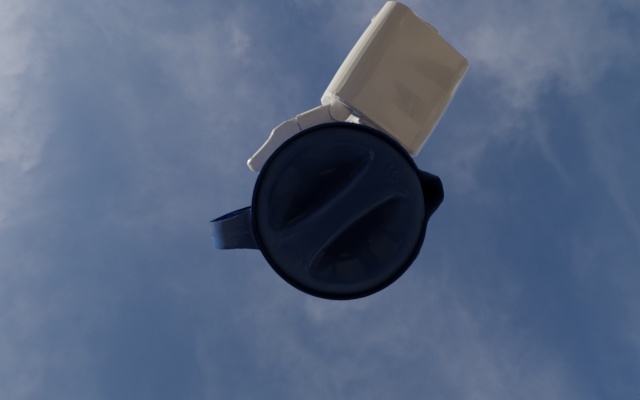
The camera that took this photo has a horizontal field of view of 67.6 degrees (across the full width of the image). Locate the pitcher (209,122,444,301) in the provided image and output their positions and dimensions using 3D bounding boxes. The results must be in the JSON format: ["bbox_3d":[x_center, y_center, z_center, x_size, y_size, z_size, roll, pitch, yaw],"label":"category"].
[{"bbox_3d":[0.000,0.001,0.465,0.149,0.145,0.243,31,2,-4],"label":"pitcher"}]
